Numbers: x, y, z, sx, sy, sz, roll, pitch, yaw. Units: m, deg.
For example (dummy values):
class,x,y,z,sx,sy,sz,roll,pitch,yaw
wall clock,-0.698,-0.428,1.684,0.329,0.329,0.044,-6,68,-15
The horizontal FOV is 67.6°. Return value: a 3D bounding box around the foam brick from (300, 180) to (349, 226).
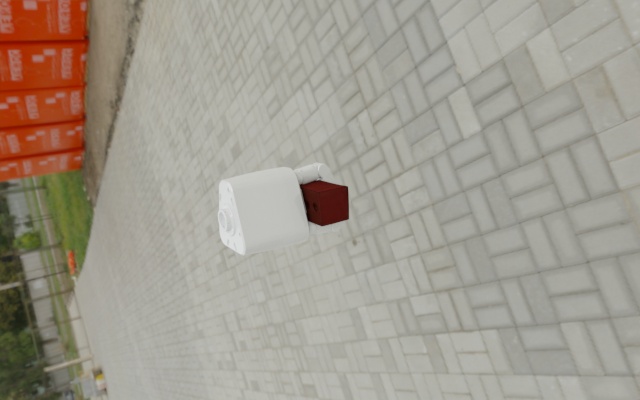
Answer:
class,x,y,z,sx,sy,sz,roll,pitch,yaw
foam brick,0.000,0.002,0.719,0.051,0.053,0.078,-13,16,-32
